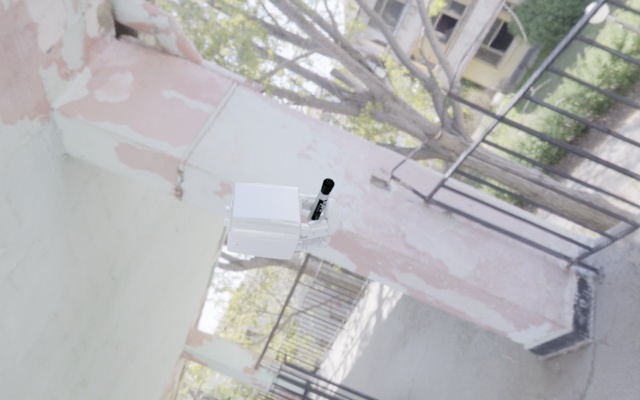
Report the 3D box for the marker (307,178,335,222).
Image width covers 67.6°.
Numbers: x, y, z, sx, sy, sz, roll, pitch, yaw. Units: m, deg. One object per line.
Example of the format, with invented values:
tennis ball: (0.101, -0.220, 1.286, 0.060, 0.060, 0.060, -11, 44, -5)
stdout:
marker: (0.000, 0.002, 0.761, 0.020, 0.020, 0.121, 0, -31, -16)
